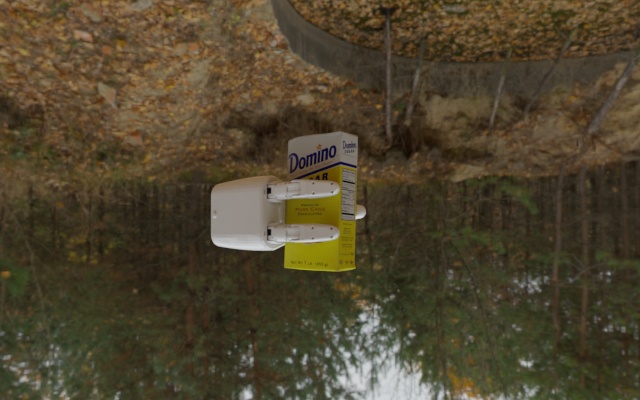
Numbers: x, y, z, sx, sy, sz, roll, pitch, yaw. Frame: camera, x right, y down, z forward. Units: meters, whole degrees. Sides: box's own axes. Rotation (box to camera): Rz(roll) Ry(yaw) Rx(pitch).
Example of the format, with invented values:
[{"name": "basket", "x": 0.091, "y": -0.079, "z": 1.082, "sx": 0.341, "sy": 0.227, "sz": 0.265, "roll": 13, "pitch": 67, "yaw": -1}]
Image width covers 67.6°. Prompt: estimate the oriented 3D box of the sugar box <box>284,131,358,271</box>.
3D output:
[{"name": "sugar box", "x": 0.000, "y": 0.002, "z": 0.628, "sx": 0.093, "sy": 0.176, "sz": 0.048, "roll": -3, "pitch": -4, "yaw": 38}]
